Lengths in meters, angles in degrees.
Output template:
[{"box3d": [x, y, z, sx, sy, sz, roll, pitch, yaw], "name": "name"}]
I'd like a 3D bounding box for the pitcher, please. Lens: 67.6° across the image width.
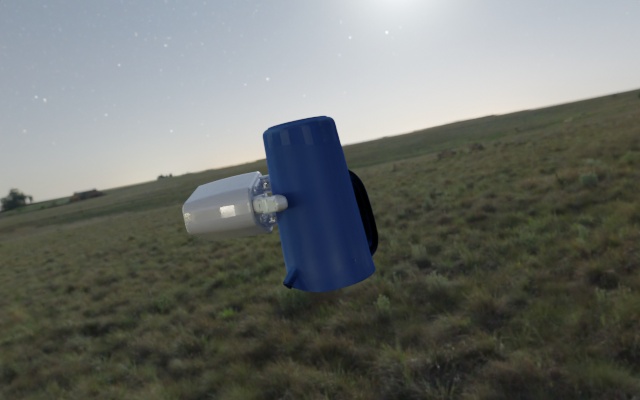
[{"box3d": [0.000, 0.002, 0.709, 0.145, 0.243, 0.149, -12, 6, 7], "name": "pitcher"}]
